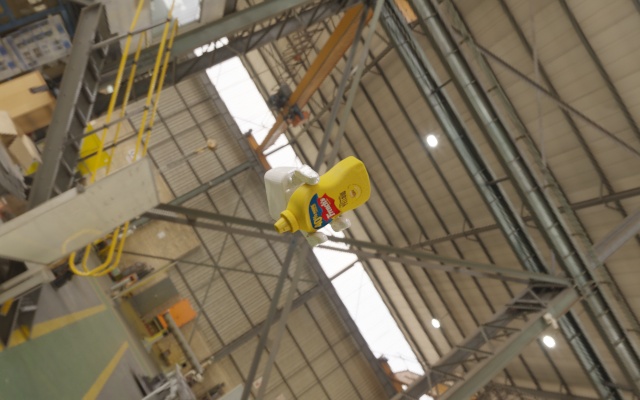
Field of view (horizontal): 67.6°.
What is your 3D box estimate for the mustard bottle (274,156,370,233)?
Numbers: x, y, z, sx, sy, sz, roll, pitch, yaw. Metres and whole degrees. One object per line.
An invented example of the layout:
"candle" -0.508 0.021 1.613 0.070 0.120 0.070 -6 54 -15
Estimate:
"mustard bottle" 0.001 0.003 0.861 0.191 0.096 0.058 -31 44 -21
